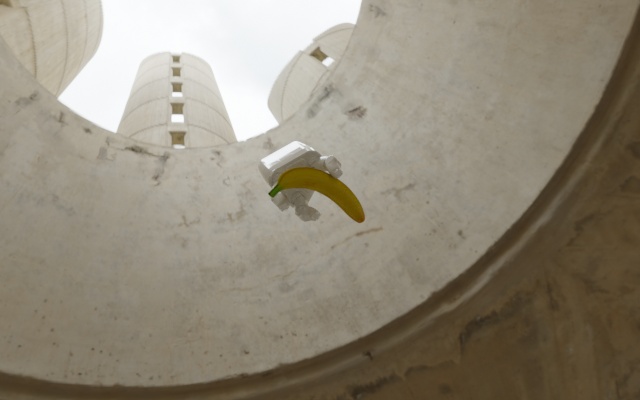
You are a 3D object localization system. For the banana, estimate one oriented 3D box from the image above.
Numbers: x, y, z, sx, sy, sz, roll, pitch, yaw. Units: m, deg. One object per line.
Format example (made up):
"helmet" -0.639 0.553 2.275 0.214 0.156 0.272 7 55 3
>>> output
"banana" 0.003 -0.016 0.839 0.198 0.069 0.037 17 4 -27
